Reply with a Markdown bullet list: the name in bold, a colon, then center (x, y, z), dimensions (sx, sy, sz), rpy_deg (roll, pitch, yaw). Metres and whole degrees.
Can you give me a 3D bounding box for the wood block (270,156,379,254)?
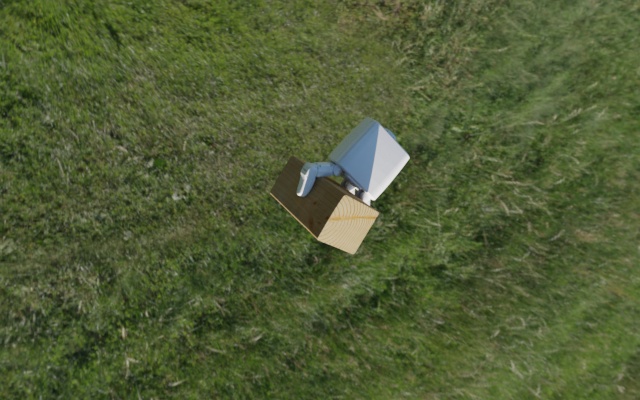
- **wood block**: center (0.000, 0.002, 0.886), dimensions (0.091, 0.090, 0.206), rpy_deg (26, 8, -36)
